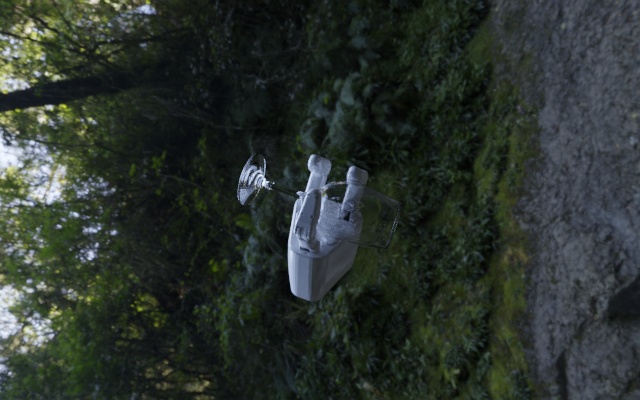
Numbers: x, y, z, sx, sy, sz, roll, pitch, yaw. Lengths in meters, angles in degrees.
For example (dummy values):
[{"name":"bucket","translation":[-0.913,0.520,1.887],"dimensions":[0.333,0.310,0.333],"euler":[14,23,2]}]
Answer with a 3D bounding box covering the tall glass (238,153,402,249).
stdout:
[{"name":"tall glass","translation":[-0.001,0.002,0.615],"dimensions":[0.201,0.079,0.079],"euler":[18,4,13]}]
